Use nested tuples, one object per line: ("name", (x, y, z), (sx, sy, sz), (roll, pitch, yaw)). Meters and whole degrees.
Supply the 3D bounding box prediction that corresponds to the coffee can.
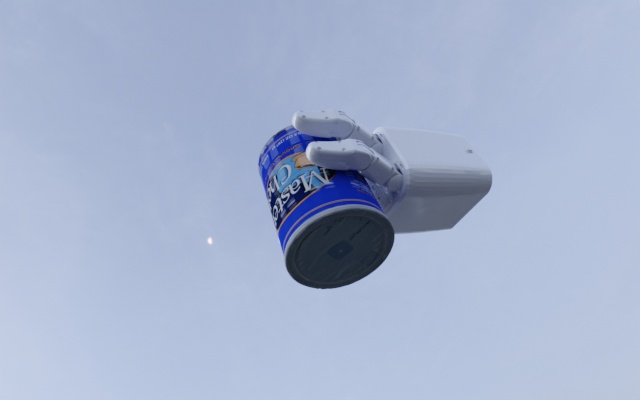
("coffee can", (0.000, 0.002, 0.476), (0.103, 0.103, 0.140), (0, 40, -20))
